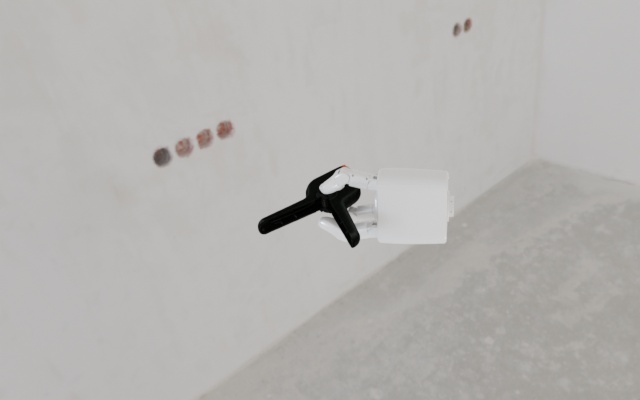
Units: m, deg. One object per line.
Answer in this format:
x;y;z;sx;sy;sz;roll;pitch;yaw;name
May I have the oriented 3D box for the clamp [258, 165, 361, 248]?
0.000;0.002;0.789;0.164;0.036;0.209;4;34;14;clamp
